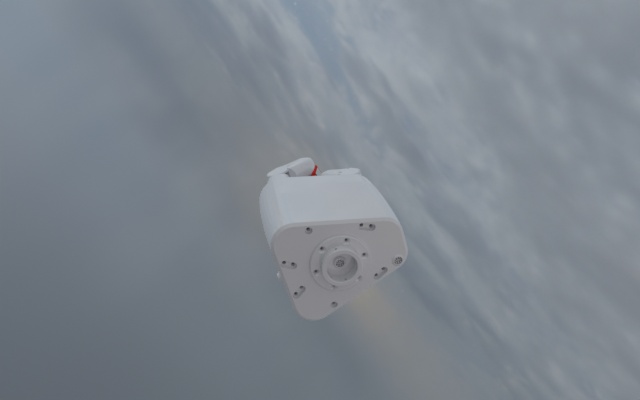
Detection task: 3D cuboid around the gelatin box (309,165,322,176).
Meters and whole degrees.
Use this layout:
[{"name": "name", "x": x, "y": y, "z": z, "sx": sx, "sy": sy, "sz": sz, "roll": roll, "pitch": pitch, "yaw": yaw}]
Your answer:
[{"name": "gelatin box", "x": 0.000, "y": 0.002, "z": 0.564, "sx": 0.030, "sy": 0.073, "sz": 0.089, "roll": -31, "pitch": 10, "yaw": 9}]
